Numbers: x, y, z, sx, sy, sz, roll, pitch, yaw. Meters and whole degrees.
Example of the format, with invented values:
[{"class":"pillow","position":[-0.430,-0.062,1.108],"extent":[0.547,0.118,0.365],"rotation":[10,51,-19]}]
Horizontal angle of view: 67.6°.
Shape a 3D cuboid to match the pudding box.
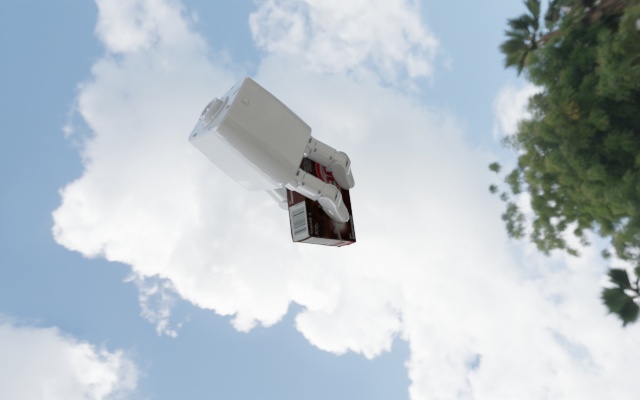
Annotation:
[{"class":"pudding box","position":[0.000,0.002,0.630],"extent":[0.090,0.113,0.039],"rotation":[10,-22,-43]}]
